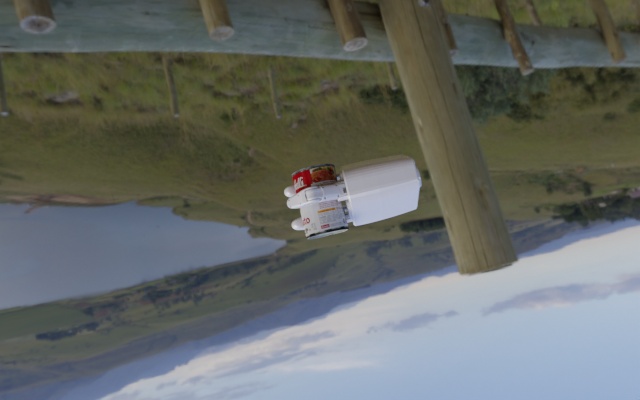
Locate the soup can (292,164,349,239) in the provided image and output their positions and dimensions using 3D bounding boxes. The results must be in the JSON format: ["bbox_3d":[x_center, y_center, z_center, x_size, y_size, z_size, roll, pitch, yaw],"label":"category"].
[{"bbox_3d":[0.000,0.003,0.731,0.068,0.102,0.068,-13,-8,-2],"label":"soup can"}]
